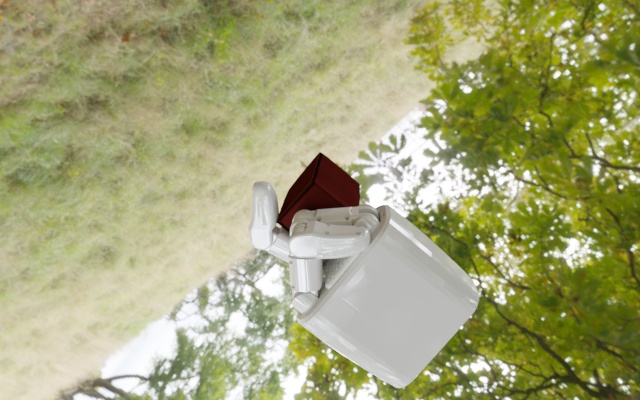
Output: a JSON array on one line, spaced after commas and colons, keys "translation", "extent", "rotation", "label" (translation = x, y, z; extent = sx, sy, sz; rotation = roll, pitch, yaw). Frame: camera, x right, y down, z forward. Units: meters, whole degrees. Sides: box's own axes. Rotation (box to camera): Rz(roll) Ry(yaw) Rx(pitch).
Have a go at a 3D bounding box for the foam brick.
[{"translation": [0.000, 0.001, 0.436], "extent": [0.051, 0.053, 0.078], "rotation": [37, 23, -11], "label": "foam brick"}]
